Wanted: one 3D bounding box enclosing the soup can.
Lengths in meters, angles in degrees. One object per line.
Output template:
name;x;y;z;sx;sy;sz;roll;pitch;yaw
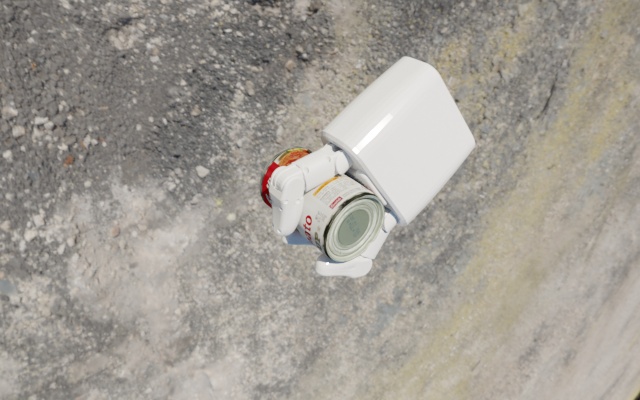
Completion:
soup can;0.000;0.002;0.432;0.068;0.068;0.102;0;27;-43
